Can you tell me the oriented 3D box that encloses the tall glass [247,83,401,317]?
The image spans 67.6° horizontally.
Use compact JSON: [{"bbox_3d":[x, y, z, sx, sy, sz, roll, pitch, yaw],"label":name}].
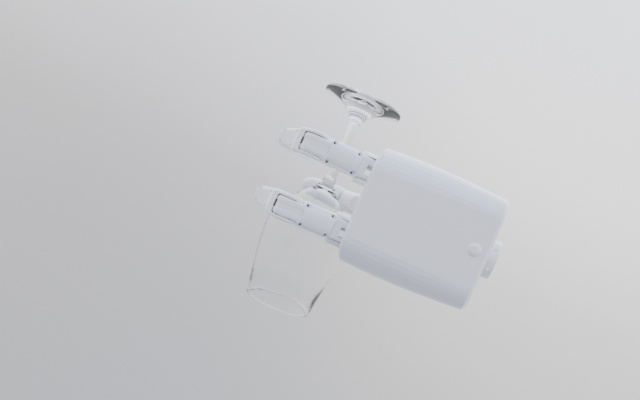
[{"bbox_3d":[0.000,0.001,0.437,0.079,0.201,0.079,24,-1,0],"label":"tall glass"}]
